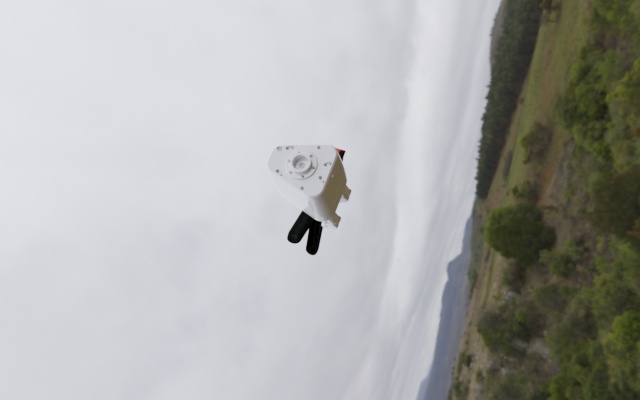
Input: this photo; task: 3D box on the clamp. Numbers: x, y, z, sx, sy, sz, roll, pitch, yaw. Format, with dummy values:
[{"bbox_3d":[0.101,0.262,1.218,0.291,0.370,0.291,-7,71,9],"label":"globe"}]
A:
[{"bbox_3d":[0.000,0.002,0.893,0.036,0.210,0.165,18,-16,14],"label":"clamp"}]
